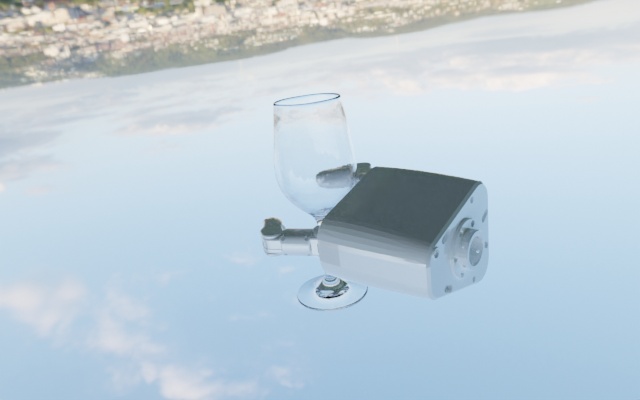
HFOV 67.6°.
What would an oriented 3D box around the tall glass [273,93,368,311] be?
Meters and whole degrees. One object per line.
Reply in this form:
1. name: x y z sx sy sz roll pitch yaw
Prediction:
1. tall glass: 0.000 0.002 0.463 0.079 0.201 0.079 -7 19 2
